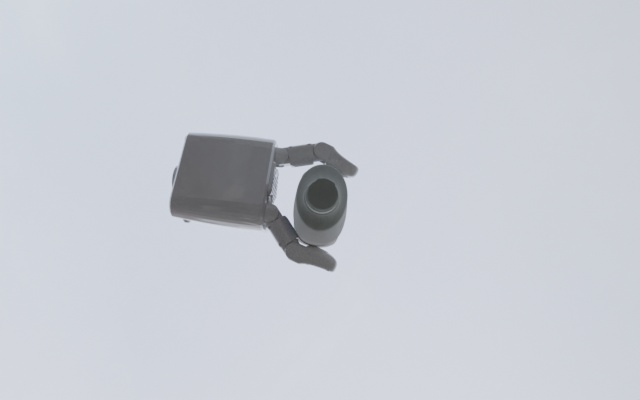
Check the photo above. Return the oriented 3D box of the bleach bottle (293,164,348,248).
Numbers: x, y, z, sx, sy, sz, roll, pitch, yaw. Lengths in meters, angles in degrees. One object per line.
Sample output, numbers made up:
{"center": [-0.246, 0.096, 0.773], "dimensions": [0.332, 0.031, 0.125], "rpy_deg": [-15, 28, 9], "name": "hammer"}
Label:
{"center": [0.000, 0.002, 0.548], "dimensions": [0.068, 0.102, 0.251], "rpy_deg": [6, -7, 0], "name": "bleach bottle"}
